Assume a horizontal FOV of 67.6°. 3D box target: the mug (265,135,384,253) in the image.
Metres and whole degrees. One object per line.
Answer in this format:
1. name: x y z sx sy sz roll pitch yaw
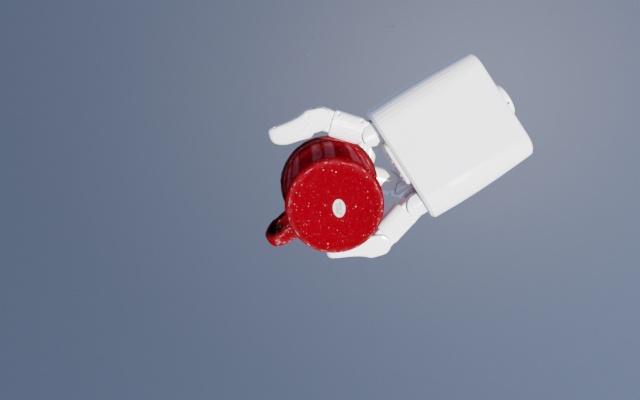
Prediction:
1. mug: -0.001 0.002 0.420 0.117 0.093 0.081 -33 15 7
